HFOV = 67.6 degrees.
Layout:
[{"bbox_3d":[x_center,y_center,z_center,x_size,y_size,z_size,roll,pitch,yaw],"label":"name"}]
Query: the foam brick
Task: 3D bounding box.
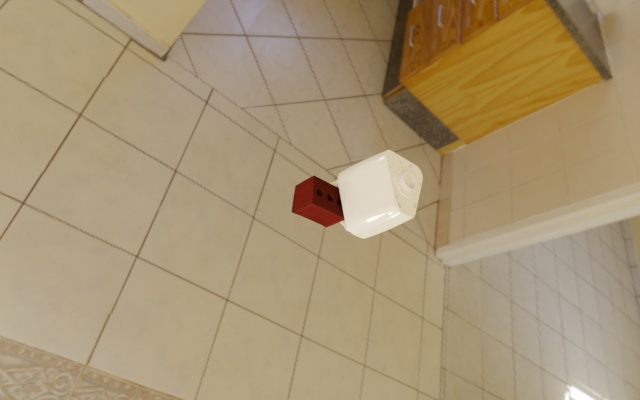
[{"bbox_3d":[0.000,0.003,0.789,0.078,0.053,0.051,25,-34,-33],"label":"foam brick"}]
